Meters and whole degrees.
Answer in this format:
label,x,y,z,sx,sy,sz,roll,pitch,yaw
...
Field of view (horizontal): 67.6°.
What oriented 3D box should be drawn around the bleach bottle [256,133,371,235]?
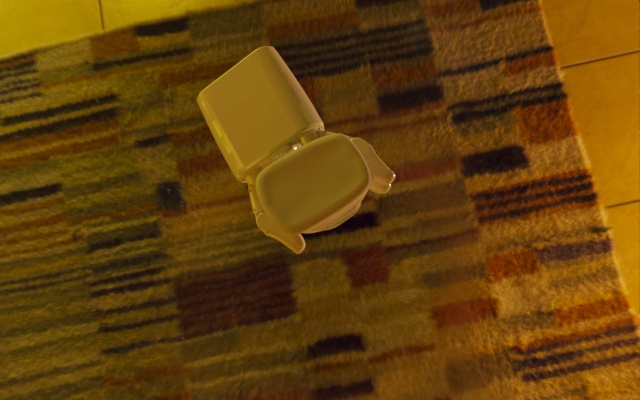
label,x,y,z,sx,sy,sz,roll,pitch,yaw
bleach bottle,0.000,0.002,0.534,0.102,0.068,0.251,-30,-9,-2
